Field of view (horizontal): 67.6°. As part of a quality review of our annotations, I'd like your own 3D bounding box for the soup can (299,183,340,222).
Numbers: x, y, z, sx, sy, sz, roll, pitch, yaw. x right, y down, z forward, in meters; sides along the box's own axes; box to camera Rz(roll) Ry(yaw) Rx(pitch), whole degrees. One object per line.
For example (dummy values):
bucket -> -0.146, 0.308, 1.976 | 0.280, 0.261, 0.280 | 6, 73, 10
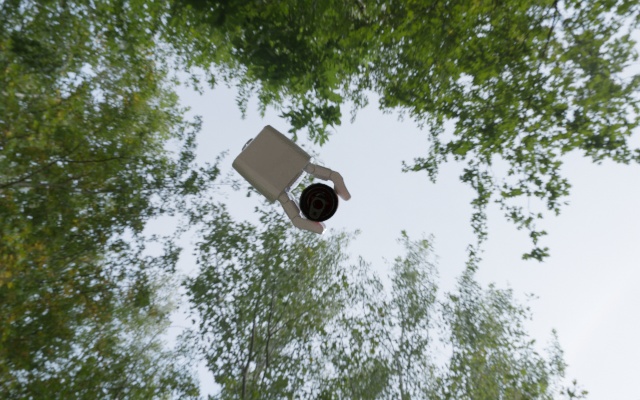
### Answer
soup can -> 0.001, 0.003, 0.865 | 0.068, 0.068, 0.102 | 0, 1, 4
